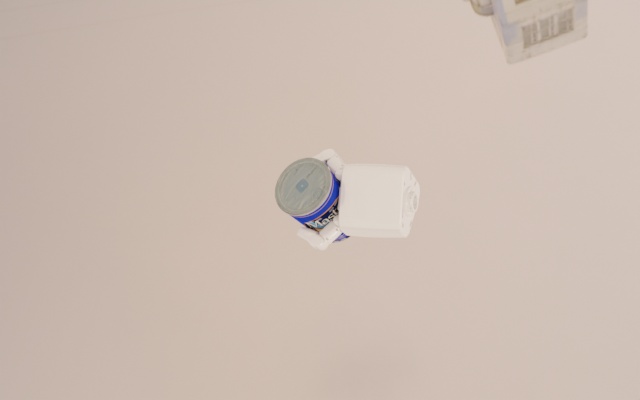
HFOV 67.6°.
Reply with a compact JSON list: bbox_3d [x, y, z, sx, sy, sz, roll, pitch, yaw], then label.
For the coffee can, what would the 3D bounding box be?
[{"bbox_3d":[0.000,0.003,0.829,0.103,0.102,0.140,0,-23,28],"label":"coffee can"}]
